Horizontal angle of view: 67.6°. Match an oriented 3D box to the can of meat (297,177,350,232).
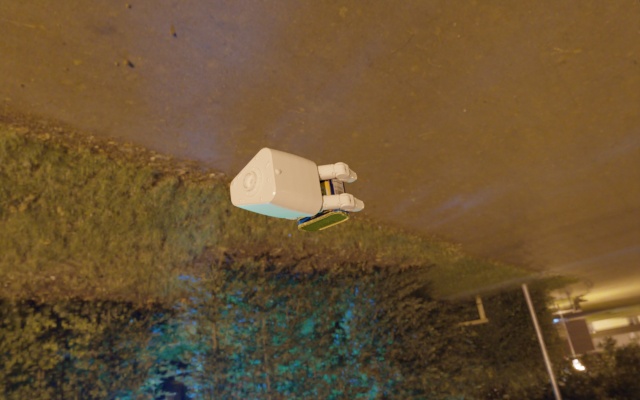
[{"bbox_3d":[0.000,0.003,0.861,0.102,0.084,0.057,-23,-25,33],"label":"can of meat"}]
